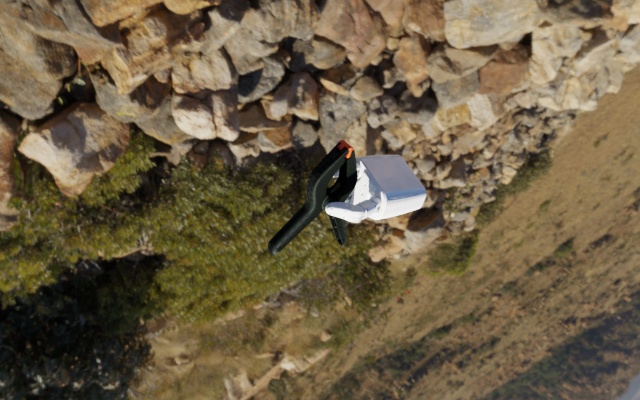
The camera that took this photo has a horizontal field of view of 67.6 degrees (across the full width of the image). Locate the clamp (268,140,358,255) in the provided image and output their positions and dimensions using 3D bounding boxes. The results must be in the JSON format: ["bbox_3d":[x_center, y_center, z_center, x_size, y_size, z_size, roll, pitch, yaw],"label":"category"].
[{"bbox_3d":[0.001,0.002,0.774,0.164,0.210,0.036,-11,39,-36],"label":"clamp"}]
